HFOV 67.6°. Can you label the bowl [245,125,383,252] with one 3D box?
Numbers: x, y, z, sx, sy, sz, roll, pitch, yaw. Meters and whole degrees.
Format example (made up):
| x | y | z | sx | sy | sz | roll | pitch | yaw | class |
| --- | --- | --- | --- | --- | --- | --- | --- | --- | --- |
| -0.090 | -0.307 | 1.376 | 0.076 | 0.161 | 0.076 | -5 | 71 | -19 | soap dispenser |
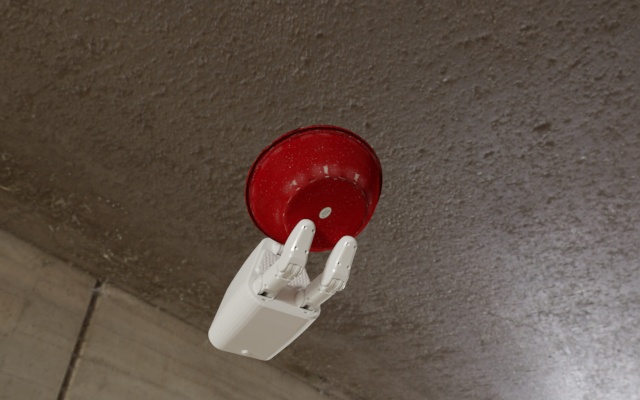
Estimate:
| x | y | z | sx | sy | sz | roll | pitch | yaw | class |
| --- | --- | --- | --- | --- | --- | --- | --- | --- | --- |
| 0.001 | 0.001 | 0.525 | 0.162 | 0.162 | 0.055 | 0 | 30 | -15 | bowl |
